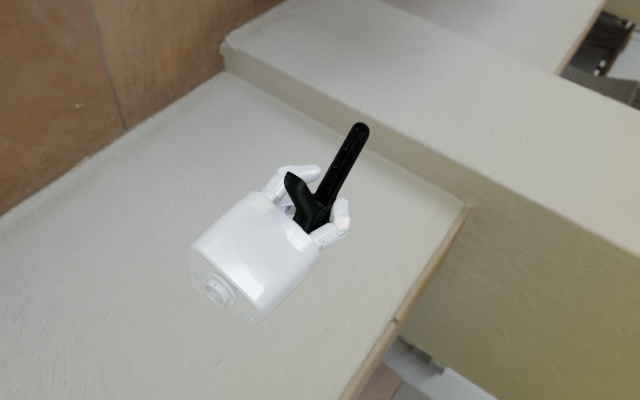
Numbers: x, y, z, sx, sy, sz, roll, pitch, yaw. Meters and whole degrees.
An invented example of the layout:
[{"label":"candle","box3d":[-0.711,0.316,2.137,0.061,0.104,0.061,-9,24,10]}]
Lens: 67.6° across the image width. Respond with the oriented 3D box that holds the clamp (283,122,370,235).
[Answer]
[{"label":"clamp","box3d":[0.001,0.003,0.626,0.036,0.210,0.164,33,50,18]}]
